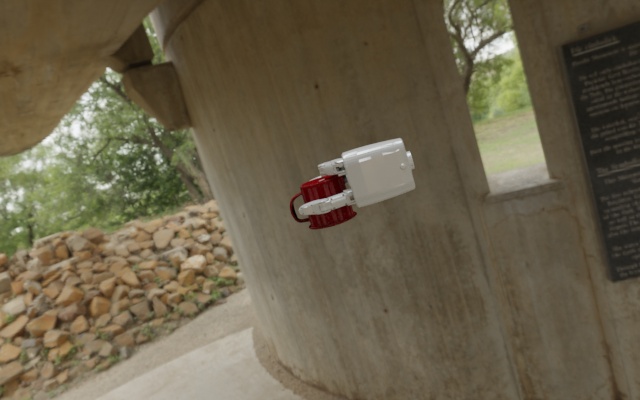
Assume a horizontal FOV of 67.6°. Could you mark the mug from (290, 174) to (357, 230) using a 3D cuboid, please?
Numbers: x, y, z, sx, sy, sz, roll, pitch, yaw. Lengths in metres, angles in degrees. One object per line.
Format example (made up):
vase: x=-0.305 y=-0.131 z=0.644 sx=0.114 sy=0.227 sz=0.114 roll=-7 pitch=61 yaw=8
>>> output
mug: x=-0.001 y=0.003 z=0.881 sx=0.117 sy=0.081 sz=0.093 roll=-16 pitch=9 yaw=7
